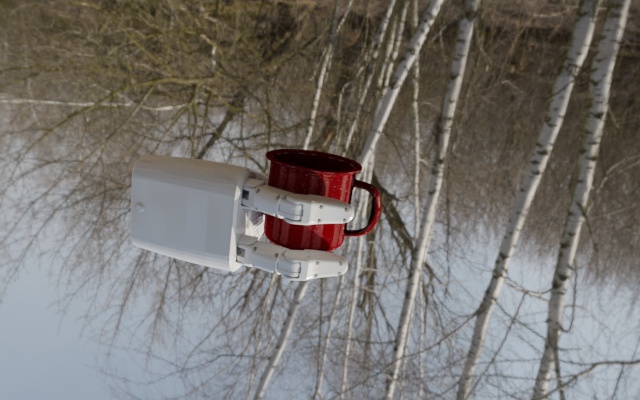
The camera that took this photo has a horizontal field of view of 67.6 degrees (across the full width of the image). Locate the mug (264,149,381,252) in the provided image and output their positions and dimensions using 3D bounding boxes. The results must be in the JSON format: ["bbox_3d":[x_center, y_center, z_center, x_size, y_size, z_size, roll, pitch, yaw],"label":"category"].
[{"bbox_3d":[0.001,0.002,0.463,0.117,0.081,0.093,11,16,10],"label":"mug"}]
